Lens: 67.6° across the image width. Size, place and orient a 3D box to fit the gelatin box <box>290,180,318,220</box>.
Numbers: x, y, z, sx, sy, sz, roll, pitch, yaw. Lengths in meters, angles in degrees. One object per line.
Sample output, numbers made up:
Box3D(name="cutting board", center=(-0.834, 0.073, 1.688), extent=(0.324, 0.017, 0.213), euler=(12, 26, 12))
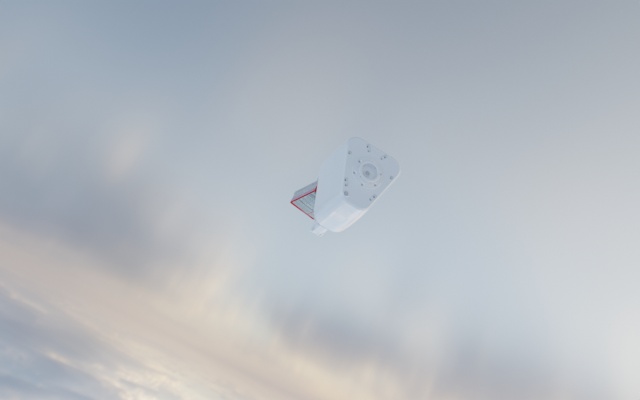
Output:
Box3D(name="gelatin box", center=(0.000, 0.003, 0.840), extent=(0.073, 0.030, 0.089), euler=(36, -32, -20))
